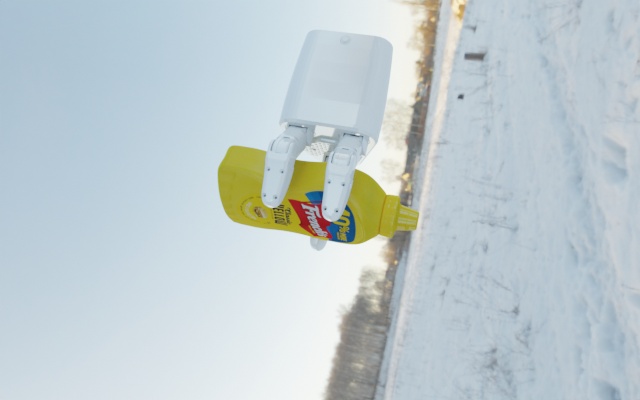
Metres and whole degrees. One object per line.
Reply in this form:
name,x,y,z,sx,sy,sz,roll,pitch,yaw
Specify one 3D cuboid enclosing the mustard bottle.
mustard bottle,0.000,0.002,0.470,0.191,0.058,0.096,11,-38,11
